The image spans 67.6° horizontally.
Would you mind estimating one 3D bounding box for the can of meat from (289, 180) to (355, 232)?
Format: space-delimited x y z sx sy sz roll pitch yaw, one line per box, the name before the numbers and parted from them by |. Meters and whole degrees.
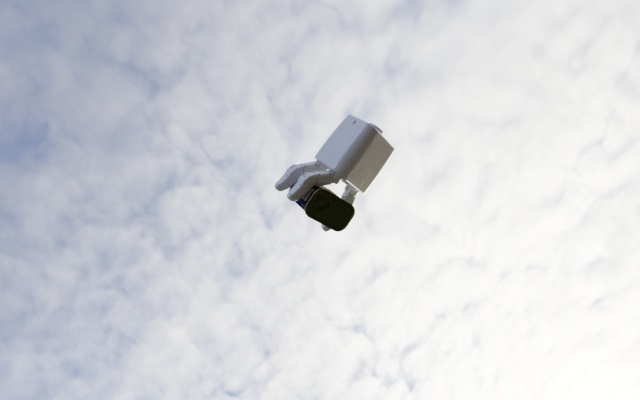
can of meat | 0.000 0.003 0.875 0.102 0.057 0.084 29 7 -35
